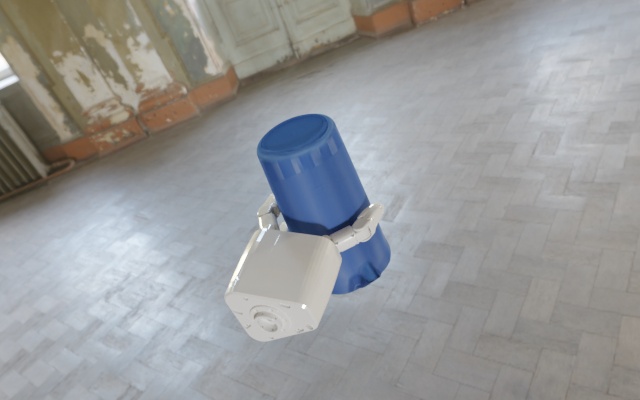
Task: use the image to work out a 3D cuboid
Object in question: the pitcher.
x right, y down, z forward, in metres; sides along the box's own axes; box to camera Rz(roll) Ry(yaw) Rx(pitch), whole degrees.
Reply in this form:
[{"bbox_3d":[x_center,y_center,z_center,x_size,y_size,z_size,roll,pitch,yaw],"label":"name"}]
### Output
[{"bbox_3d":[0.000,0.002,0.678,0.149,0.243,0.145,-5,38,26],"label":"pitcher"}]
